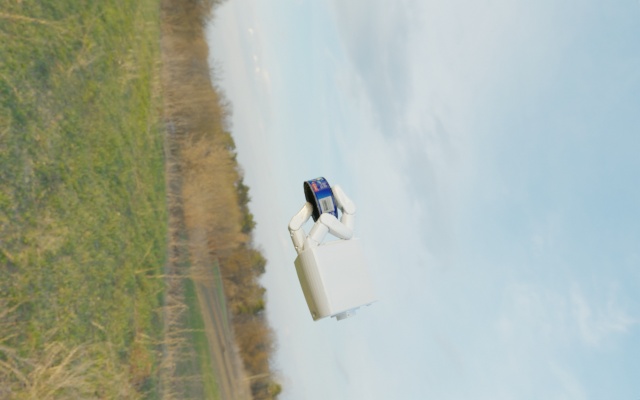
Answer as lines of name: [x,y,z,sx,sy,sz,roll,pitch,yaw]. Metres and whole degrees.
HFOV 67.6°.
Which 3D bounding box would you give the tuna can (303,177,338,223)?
tuna can: [0.001,0.002,0.824,0.034,0.086,0.086,-18,4,-12]
